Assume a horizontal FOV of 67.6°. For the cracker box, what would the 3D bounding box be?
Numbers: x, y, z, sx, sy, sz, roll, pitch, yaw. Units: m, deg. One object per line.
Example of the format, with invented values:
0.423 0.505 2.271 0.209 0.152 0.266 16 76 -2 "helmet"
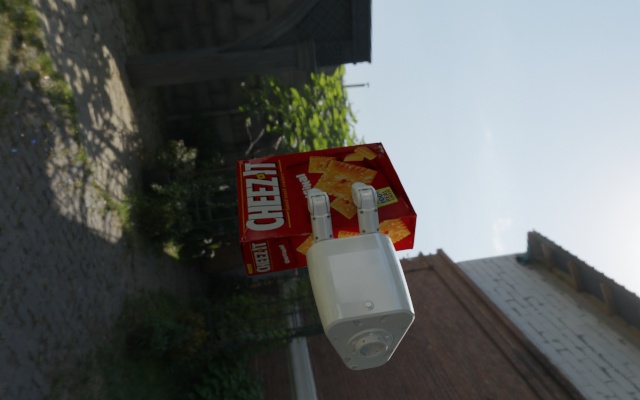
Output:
0.000 0.002 0.634 0.213 0.072 0.164 -8 41 -5 "cracker box"
